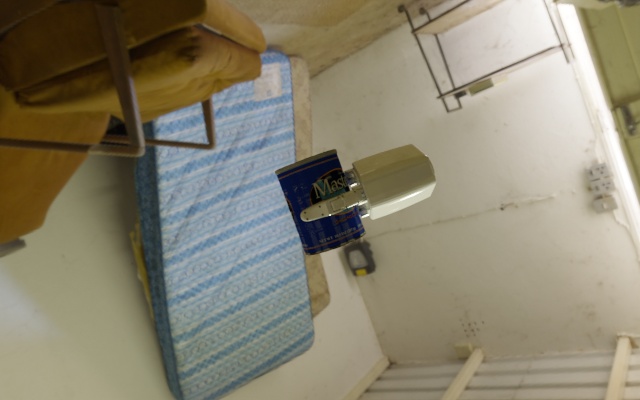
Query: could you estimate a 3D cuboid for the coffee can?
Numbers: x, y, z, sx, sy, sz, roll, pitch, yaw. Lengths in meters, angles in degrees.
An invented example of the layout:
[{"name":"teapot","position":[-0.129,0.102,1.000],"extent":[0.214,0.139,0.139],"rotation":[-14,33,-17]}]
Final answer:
[{"name":"coffee can","position":[0.000,0.002,0.749],"extent":[0.103,0.140,0.103],"rotation":[-20,3,1]}]
